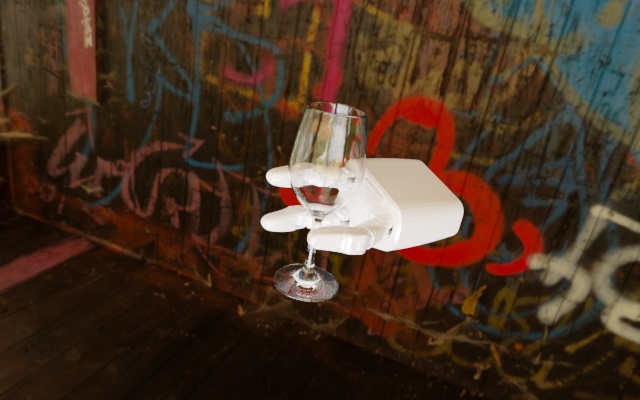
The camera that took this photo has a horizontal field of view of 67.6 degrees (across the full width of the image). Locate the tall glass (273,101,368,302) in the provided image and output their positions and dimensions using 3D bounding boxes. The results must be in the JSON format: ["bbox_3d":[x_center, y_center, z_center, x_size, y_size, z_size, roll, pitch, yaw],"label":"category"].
[{"bbox_3d":[0.000,0.002,0.500,0.079,0.201,0.079,8,23,-3],"label":"tall glass"}]
